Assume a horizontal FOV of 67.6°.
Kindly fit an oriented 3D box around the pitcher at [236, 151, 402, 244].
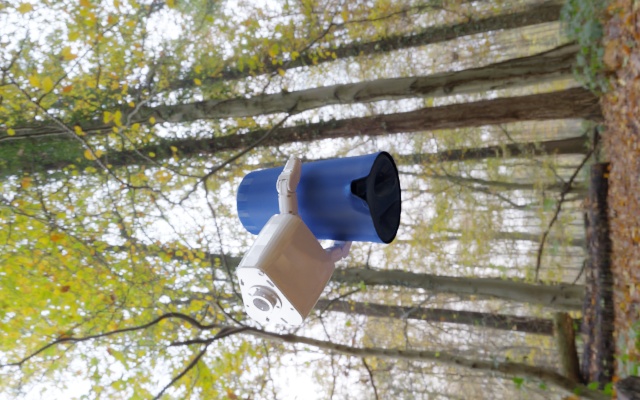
[{"bbox_3d":[0.000,0.003,0.744,0.243,0.149,0.145,-2,36,28],"label":"pitcher"}]
